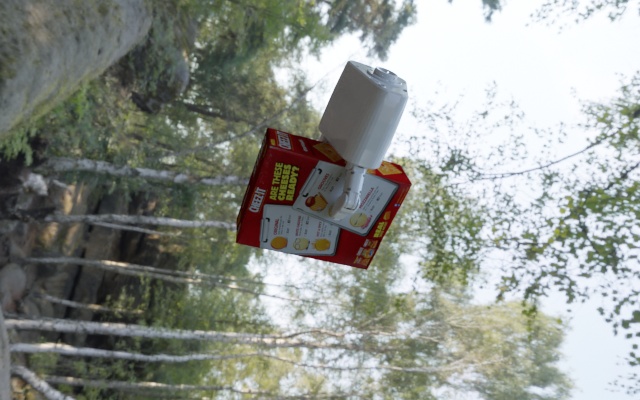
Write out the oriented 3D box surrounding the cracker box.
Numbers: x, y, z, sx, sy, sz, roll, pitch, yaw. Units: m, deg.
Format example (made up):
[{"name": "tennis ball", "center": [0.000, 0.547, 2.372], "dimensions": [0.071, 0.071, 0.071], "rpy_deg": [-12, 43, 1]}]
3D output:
[{"name": "cracker box", "center": [0.000, 0.002, 0.703], "dimensions": [0.214, 0.164, 0.072], "rpy_deg": [14, 29, -18]}]
